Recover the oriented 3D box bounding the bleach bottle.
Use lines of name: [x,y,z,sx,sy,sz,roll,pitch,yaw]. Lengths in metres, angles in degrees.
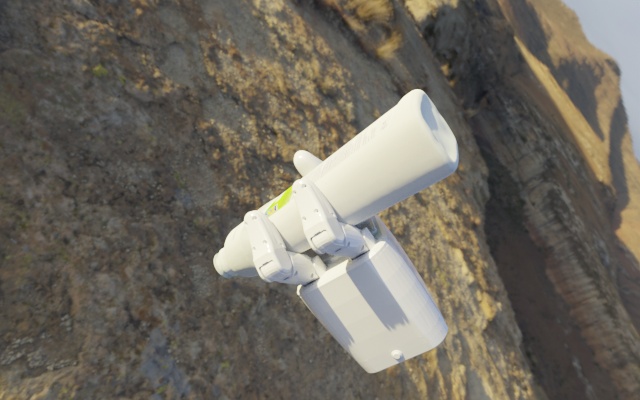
bleach bottle: [0.000,0.001,0.439,0.251,0.068,0.102,-33,11,25]
